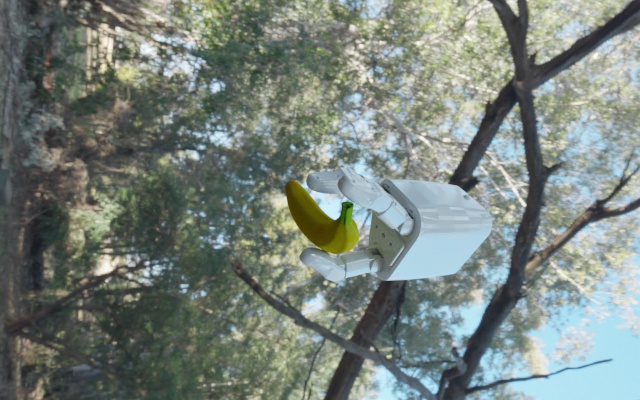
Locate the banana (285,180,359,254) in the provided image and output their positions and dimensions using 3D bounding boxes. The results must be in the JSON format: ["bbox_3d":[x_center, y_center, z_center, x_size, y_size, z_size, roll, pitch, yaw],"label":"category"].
[{"bbox_3d":[0.001,0.021,0.553,0.037,0.069,0.198,-3,9,-22],"label":"banana"}]
